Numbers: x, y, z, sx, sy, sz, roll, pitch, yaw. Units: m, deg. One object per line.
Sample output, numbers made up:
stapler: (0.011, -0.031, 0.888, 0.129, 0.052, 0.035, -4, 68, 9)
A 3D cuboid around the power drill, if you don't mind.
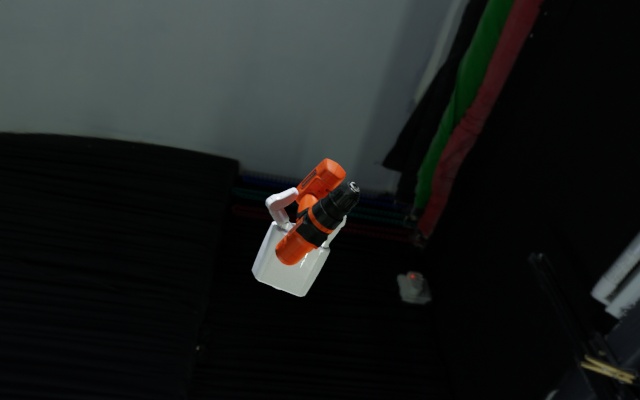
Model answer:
power drill: (0.000, 0.003, 0.810, 0.057, 0.184, 0.187, 39, 27, -15)
